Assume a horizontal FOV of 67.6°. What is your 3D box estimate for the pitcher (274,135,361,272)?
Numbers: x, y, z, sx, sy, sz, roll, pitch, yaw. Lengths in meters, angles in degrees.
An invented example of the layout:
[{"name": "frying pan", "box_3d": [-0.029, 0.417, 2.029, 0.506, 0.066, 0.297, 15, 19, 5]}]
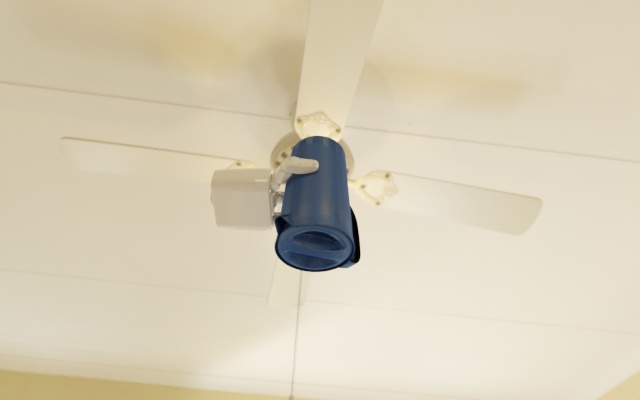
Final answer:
[{"name": "pitcher", "box_3d": [0.000, 0.003, 0.868, 0.145, 0.242, 0.149, 0, -42, 3]}]
